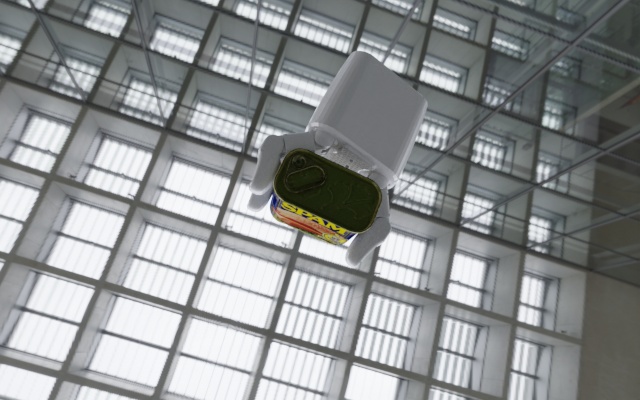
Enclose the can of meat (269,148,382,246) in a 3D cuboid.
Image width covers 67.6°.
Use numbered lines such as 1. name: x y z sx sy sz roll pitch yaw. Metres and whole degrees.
1. can of meat: 0.000 0.002 0.485 0.102 0.057 0.084 24 -19 -4
